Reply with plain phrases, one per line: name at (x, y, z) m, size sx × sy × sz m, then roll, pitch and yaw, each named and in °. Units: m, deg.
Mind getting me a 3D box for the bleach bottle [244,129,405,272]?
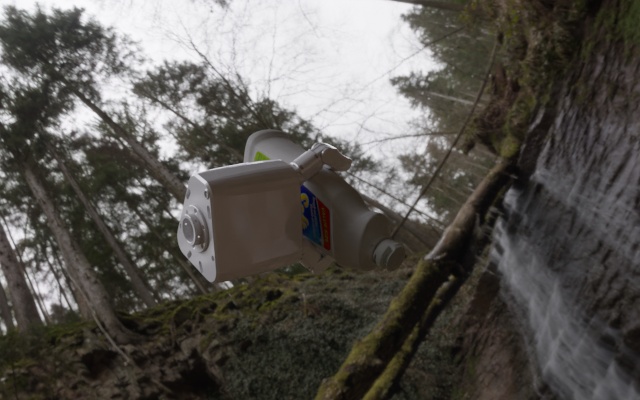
bleach bottle at (0.000, 0.002, 0.568) m, size 0.068 × 0.103 × 0.250 m, roll -11°, pitch 31°, yaw -40°
